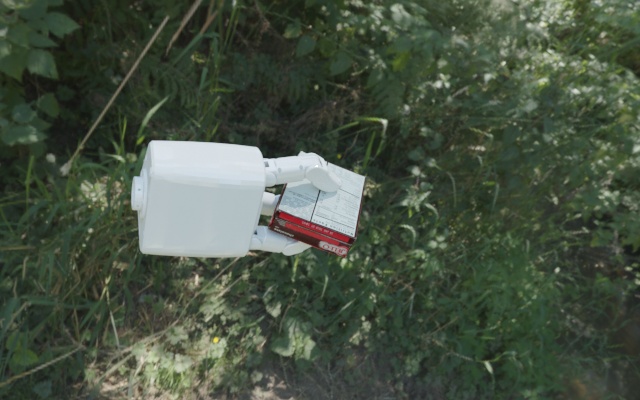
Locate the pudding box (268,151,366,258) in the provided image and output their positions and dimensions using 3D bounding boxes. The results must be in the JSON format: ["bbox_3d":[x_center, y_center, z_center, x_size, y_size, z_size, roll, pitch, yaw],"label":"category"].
[{"bbox_3d":[0.000,0.002,0.537,0.090,0.039,0.113,22,43,-5],"label":"pudding box"}]
